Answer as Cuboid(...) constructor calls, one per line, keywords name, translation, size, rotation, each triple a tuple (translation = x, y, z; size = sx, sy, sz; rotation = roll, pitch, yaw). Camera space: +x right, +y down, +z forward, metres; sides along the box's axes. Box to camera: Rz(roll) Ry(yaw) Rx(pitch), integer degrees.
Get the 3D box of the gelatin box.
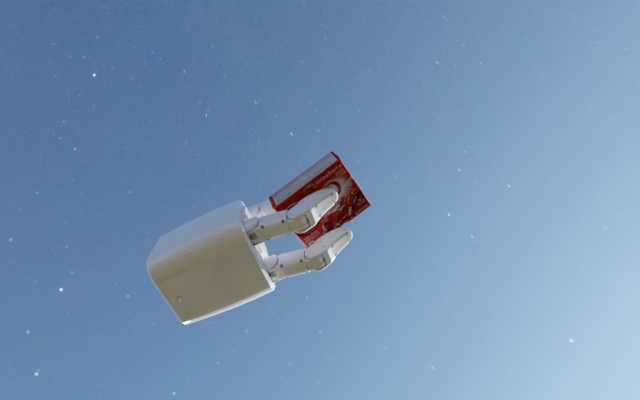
Cuboid(name="gelatin box", translation=(0.000, 0.001, 0.527), size=(0.089, 0.073, 0.030), rotation=(-37, 32, 0))
